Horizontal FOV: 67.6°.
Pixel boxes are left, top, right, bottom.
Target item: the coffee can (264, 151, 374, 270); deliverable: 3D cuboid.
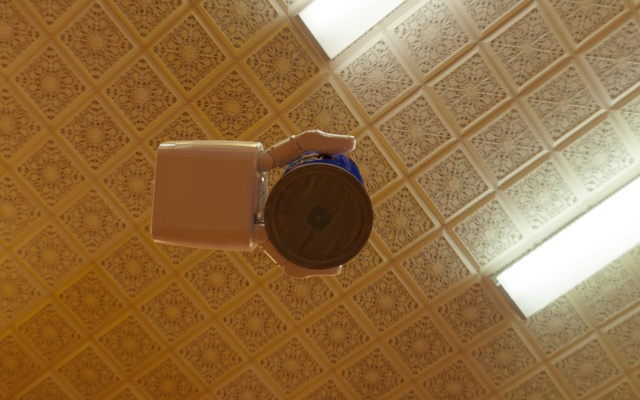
[{"bbox_3d":[0.000,0.002,0.511,0.103,0.103,0.140,0,12,2],"label":"coffee can"}]
